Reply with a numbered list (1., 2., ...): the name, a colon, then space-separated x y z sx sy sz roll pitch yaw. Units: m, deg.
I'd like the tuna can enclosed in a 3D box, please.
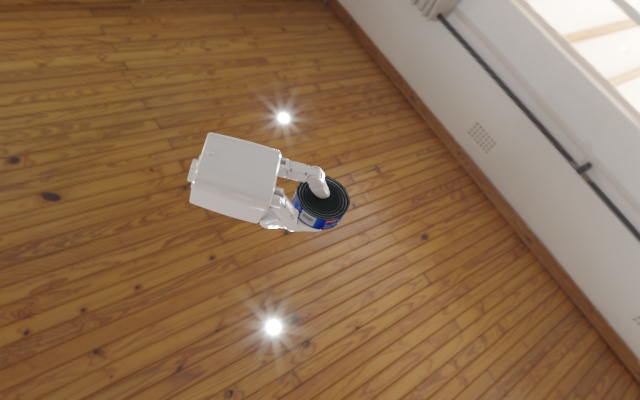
1. tuna can: 0.000 0.003 0.743 0.086 0.086 0.034 0 -36 -21
